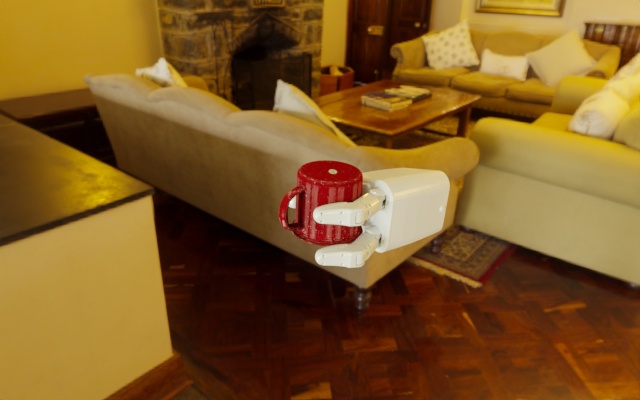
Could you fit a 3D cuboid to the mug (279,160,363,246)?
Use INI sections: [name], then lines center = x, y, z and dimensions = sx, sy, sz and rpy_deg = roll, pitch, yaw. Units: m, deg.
[mug]
center = -0.001, 0.002, 0.592
dimensions = 0.117, 0.081, 0.093
rpy_deg = -13, 29, -31
